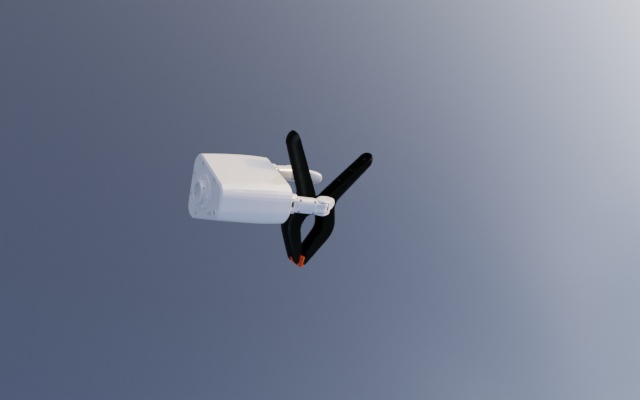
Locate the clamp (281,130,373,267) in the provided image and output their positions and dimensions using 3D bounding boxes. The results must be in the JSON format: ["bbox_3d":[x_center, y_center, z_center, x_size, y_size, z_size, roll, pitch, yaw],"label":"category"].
[{"bbox_3d":[0.000,0.003,0.751,0.164,0.210,0.036,3,16,-35],"label":"clamp"}]
